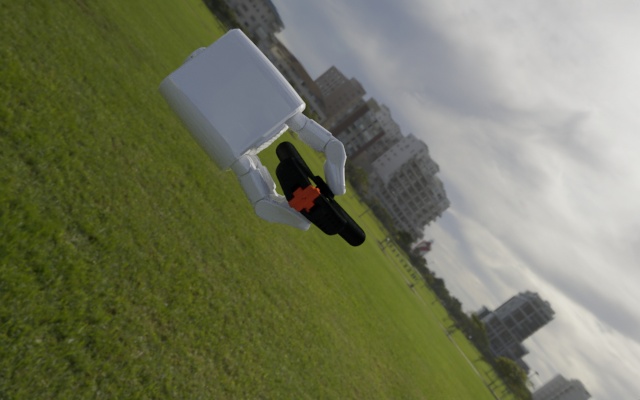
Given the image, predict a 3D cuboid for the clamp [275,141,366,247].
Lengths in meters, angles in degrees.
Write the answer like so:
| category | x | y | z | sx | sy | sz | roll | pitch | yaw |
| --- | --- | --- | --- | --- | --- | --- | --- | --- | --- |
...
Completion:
| category | x | y | z | sx | sy | sz | roll | pitch | yaw |
| --- | --- | --- | --- | --- | --- | --- | --- | --- | --- |
| clamp | 0.001 | 0.001 | 0.527 | 0.036 | 0.164 | 0.210 | -41 | 5 | 5 |
